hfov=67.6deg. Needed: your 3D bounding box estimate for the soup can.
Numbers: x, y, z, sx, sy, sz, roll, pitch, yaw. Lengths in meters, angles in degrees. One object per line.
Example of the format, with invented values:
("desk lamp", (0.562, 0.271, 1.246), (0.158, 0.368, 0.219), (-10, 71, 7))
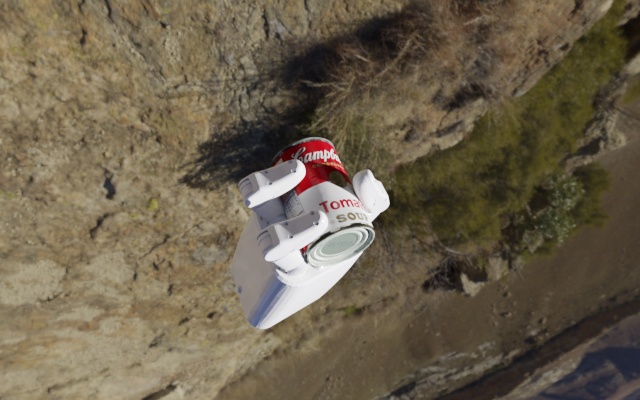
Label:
("soup can", (0.000, 0.001, 0.443), (0.068, 0.102, 0.068), (-18, -30, -11))
